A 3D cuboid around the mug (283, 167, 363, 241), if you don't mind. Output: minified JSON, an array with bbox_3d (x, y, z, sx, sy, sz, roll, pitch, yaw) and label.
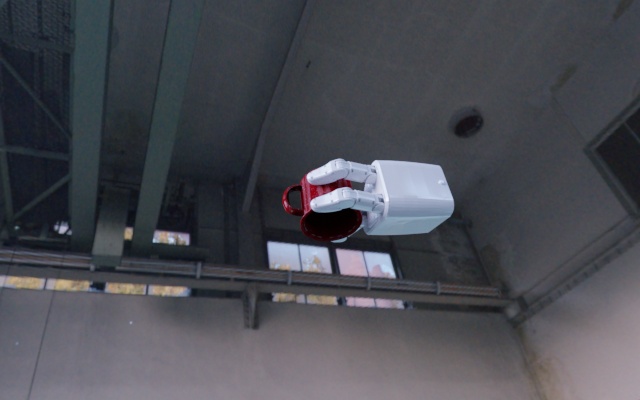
[{"bbox_3d":[-0.001,0.002,0.726,0.117,0.081,0.093,3,-41,-14],"label":"mug"}]
